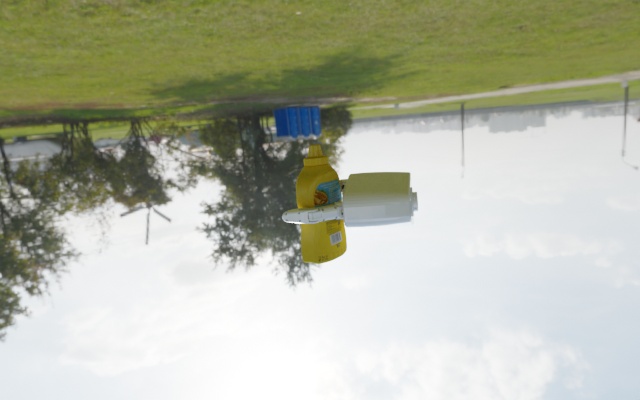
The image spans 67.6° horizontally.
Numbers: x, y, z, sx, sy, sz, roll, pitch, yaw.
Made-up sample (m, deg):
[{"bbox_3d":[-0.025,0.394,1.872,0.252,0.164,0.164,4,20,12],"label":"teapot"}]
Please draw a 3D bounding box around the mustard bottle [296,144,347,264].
[{"bbox_3d":[0.000,0.003,0.798,0.058,0.191,0.096,2,12,37],"label":"mustard bottle"}]
